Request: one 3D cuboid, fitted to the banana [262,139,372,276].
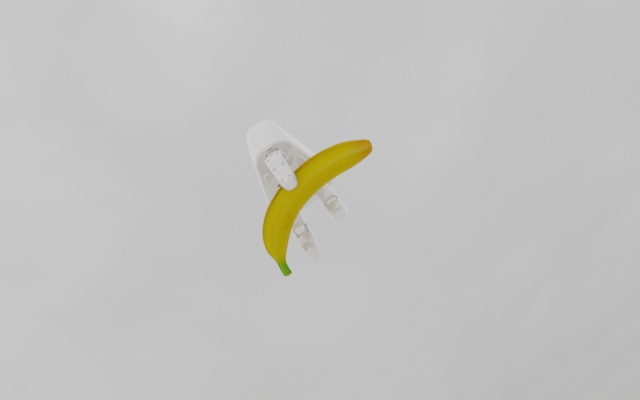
[{"bbox_3d":[-0.017,-0.004,0.581,0.069,0.198,0.037,30,13,-18],"label":"banana"}]
